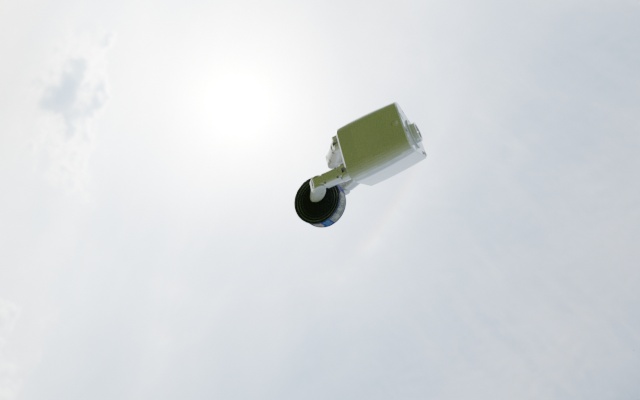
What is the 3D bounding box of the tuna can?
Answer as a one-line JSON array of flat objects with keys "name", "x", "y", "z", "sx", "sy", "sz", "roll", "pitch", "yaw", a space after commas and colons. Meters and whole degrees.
[{"name": "tuna can", "x": 0.000, "y": 0.003, "z": 0.814, "sx": 0.086, "sy": 0.086, "sz": 0.034, "roll": 0, "pitch": -17, "yaw": 28}]
